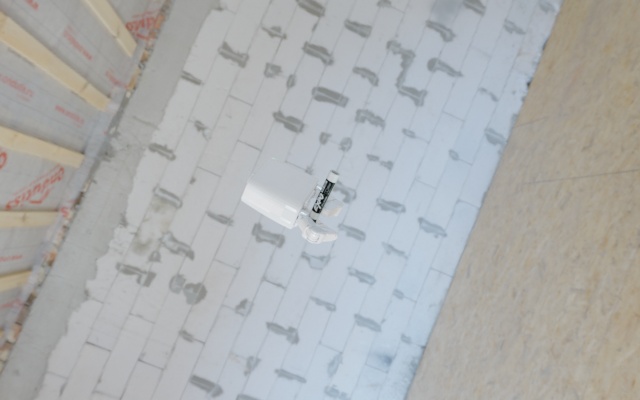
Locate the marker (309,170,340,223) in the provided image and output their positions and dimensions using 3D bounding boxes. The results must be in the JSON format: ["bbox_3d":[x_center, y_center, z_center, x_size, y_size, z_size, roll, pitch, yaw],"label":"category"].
[{"bbox_3d":[0.000,0.003,0.825,0.020,0.121,0.020,22,23,-10],"label":"marker"}]
